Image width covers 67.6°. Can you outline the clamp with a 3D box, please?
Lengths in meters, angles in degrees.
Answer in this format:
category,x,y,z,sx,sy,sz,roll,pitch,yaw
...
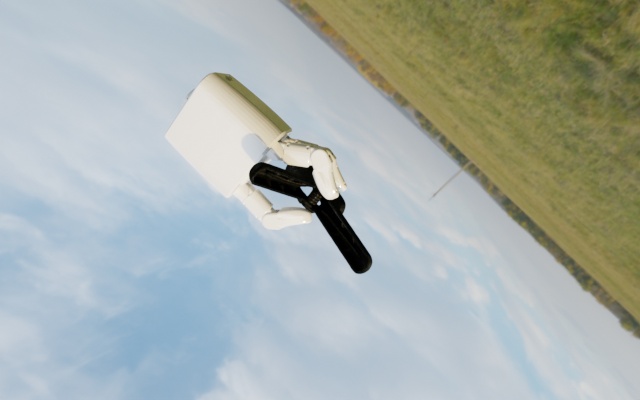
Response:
category,x,y,z,sx,sy,sz,roll,pitch,yaw
clamp,-0.001,0.002,0.581,0.036,0.164,0.210,-45,5,13
